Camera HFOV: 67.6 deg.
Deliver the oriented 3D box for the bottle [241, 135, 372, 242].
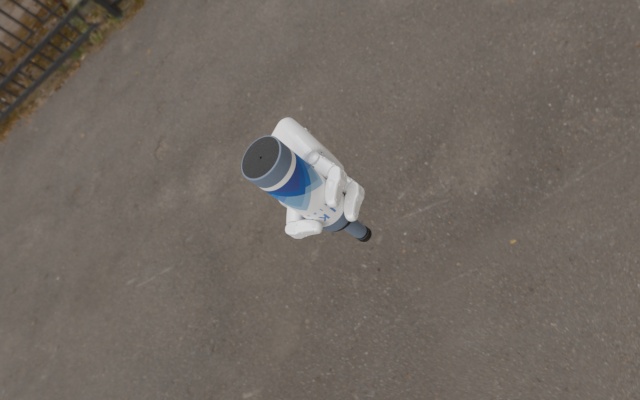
[{"bbox_3d":[0.000,0.002,0.731,0.069,0.069,0.296,0,-23,35],"label":"bottle"}]
